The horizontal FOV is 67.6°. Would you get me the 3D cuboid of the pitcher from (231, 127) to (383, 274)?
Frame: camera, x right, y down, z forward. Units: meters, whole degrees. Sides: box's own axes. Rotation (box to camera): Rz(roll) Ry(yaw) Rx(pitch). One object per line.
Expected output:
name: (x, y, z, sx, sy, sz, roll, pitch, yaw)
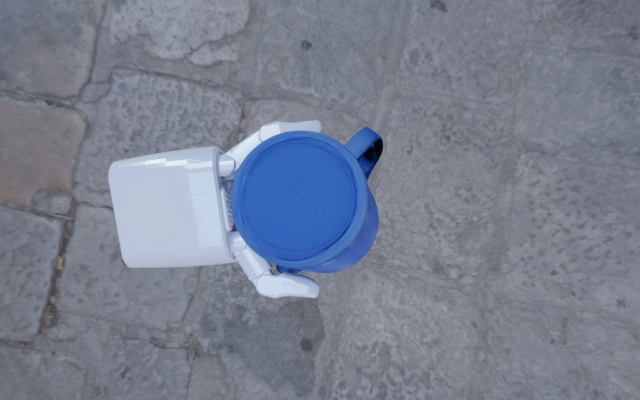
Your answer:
pitcher: (0.000, 0.002, 0.477, 0.145, 0.149, 0.243, -7, -7, 4)
